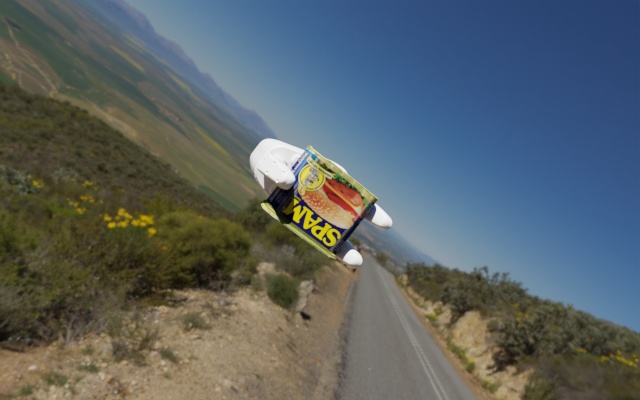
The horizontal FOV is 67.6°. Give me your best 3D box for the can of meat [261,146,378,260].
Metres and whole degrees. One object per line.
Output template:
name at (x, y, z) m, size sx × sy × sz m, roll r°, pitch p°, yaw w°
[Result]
can of meat at (0.000, 0.001, 0.528) m, size 0.102 × 0.084 × 0.057 m, roll 38°, pitch 2°, yaw -15°
